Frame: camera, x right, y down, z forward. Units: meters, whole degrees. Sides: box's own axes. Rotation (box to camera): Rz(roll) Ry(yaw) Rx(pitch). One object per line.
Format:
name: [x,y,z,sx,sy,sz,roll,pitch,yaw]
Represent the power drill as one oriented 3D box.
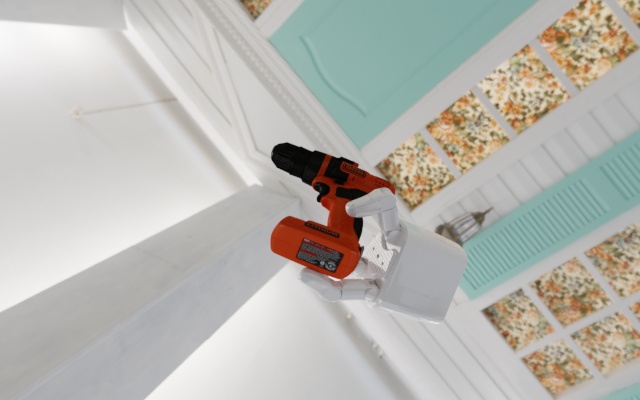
power drill: [0.000,0.002,0.618,0.184,0.057,0.187,21,39,2]
